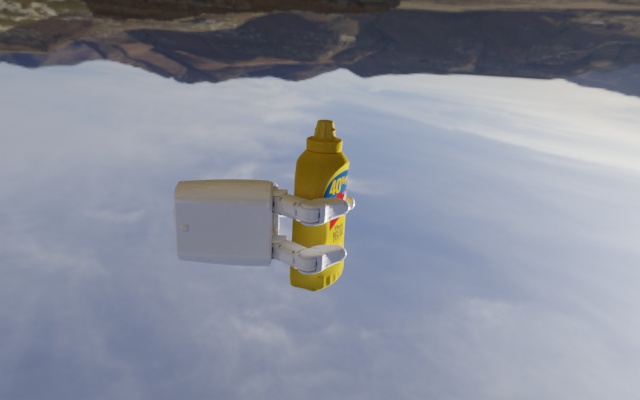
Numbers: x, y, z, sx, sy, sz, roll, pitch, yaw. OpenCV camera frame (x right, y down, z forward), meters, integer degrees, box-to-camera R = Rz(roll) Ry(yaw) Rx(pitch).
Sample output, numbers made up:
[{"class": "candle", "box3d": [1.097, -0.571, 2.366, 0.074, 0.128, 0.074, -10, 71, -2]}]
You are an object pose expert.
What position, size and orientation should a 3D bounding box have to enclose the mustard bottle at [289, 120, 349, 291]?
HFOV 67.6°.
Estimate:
[{"class": "mustard bottle", "box3d": [0.000, 0.002, 0.562, 0.058, 0.192, 0.096, 10, 19, 22]}]
